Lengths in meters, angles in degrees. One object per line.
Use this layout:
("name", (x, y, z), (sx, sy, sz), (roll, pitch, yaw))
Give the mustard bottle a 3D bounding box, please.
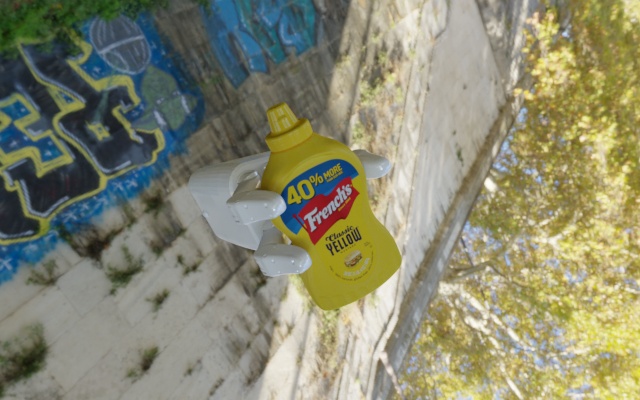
("mustard bottle", (0.000, 0.002, 0.435), (0.096, 0.192, 0.058), (-29, 22, -8))
